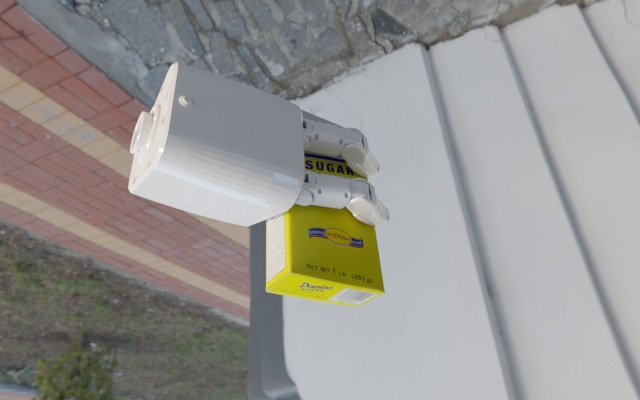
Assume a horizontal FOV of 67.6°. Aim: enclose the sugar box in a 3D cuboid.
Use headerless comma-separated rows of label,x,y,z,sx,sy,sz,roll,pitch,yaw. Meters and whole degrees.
sugar box,0.000,0.001,0.428,0.093,0.176,0.048,17,-37,-29
